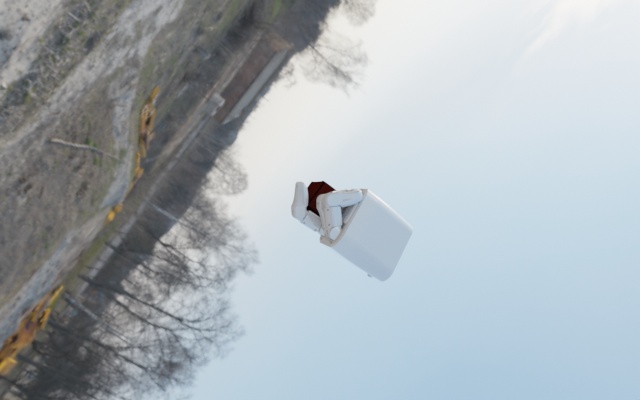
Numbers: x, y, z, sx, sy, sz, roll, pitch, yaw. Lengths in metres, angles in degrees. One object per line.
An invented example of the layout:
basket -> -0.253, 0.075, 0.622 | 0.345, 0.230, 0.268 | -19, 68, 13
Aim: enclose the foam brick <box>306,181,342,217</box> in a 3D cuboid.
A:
foam brick -> 0.000, 0.002, 0.800 | 0.051, 0.053, 0.078 | 37, -8, -14
